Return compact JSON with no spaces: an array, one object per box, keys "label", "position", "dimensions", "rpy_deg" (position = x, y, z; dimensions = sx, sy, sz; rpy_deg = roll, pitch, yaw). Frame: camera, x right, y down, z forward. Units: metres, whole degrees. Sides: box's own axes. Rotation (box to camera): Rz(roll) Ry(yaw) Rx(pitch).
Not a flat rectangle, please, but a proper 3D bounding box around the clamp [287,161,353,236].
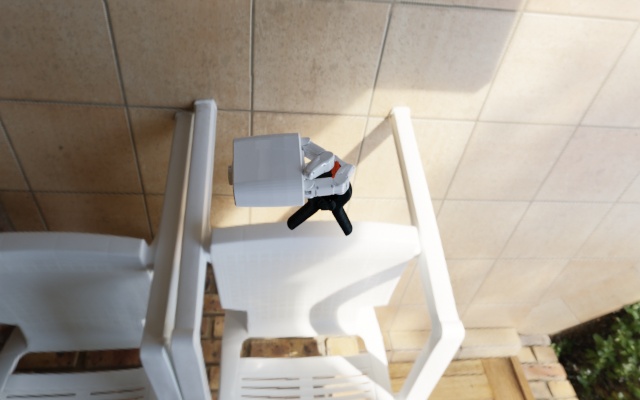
[{"label":"clamp","position":[0.000,0.003,0.823],"dimensions":[0.120,0.039,0.172],"rpy_deg":[-3,-45,-4]}]
